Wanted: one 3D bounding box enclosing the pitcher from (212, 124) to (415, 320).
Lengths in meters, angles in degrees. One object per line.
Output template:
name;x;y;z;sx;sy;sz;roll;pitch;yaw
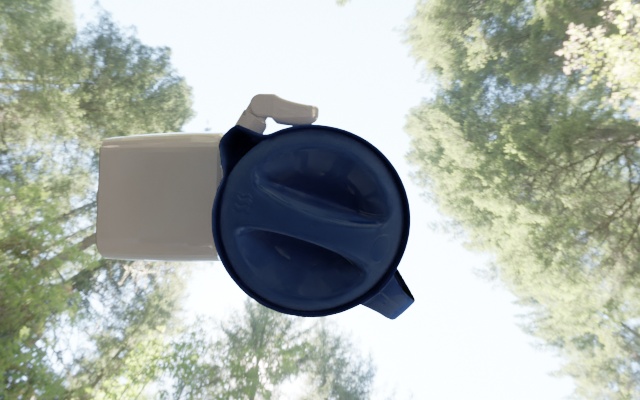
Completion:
pitcher;0.000;0.001;0.430;0.145;0.149;0.242;0;12;0
